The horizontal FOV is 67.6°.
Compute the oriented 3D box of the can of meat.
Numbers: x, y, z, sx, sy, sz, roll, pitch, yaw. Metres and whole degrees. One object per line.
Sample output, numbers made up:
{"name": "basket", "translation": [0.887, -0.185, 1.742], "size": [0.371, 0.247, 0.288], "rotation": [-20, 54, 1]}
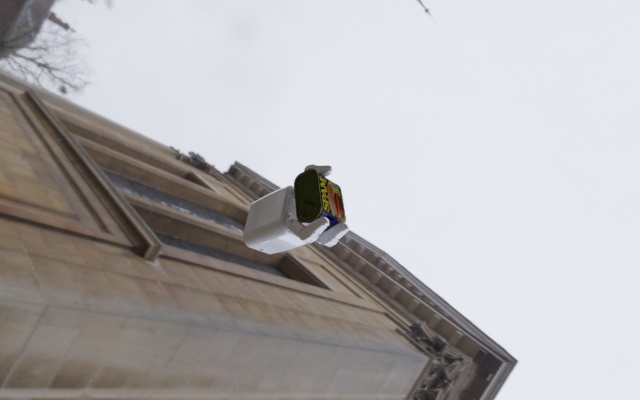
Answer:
{"name": "can of meat", "translation": [0.000, 0.003, 0.895], "size": [0.057, 0.102, 0.084], "rotation": [-24, -31, 30]}
